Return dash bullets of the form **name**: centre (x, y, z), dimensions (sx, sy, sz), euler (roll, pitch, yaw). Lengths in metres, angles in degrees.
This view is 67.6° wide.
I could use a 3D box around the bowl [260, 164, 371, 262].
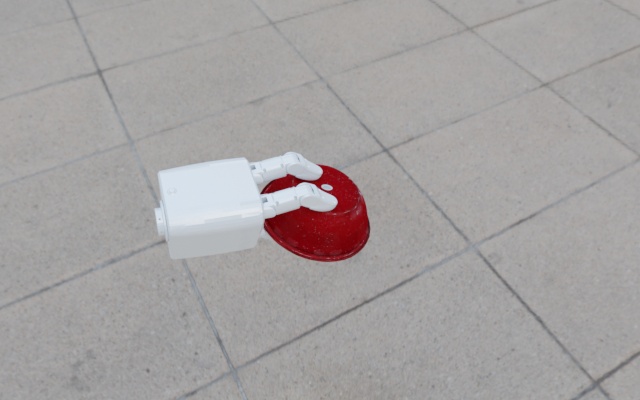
- **bowl**: centre (0.001, 0.001, 0.641), dimensions (0.162, 0.162, 0.055), euler (0, -43, -24)
